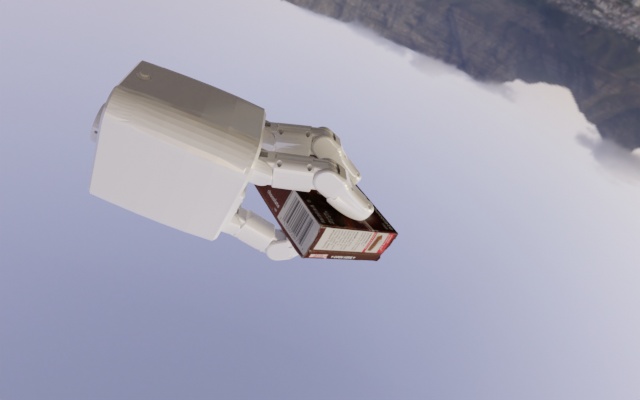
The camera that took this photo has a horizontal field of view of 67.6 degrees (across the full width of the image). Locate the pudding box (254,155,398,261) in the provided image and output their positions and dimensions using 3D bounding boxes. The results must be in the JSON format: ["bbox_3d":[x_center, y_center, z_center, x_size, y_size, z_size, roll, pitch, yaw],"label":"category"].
[{"bbox_3d":[0.000,0.001,0.414,0.090,0.039,0.113,7,36,-41],"label":"pudding box"}]
